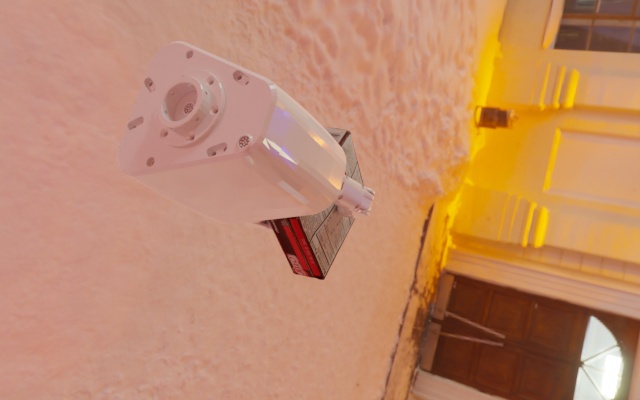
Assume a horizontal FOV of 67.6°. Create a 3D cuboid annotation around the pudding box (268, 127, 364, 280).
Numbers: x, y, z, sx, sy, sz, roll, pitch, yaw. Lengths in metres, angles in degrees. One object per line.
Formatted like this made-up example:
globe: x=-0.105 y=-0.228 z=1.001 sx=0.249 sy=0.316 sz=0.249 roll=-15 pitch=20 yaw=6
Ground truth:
pudding box: x=0.000 y=0.001 z=0.438 sx=0.039 sy=0.090 sz=0.113 roll=11 pitch=50 yaw=28
